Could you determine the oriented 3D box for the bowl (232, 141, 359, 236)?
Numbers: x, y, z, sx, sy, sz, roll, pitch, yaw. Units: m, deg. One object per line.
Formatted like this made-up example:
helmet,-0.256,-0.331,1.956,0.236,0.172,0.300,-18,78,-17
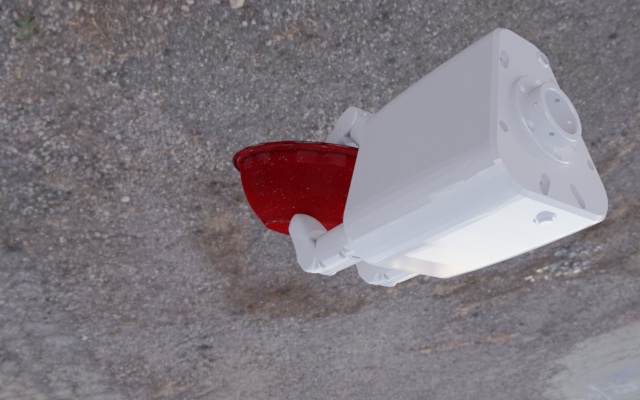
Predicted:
bowl,0.000,0.002,0.419,0.162,0.055,0.162,6,-12,1
